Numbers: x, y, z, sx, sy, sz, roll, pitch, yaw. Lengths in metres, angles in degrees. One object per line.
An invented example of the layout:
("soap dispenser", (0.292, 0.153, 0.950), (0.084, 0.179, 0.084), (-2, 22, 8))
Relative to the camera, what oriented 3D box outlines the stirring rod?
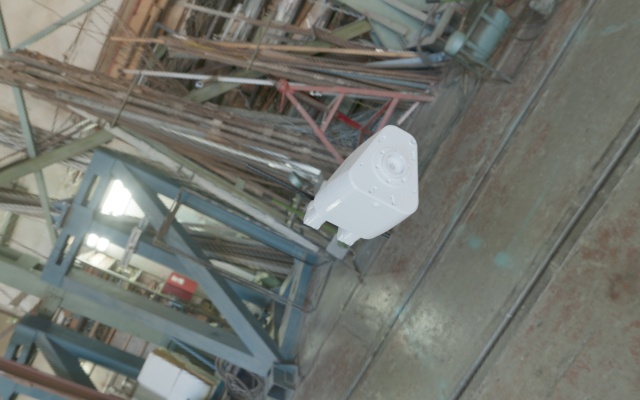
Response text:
("stirring rod", (0.000, 0.002, 0.707), (0.239, 0.011, 0.011), (26, -6, -12))
